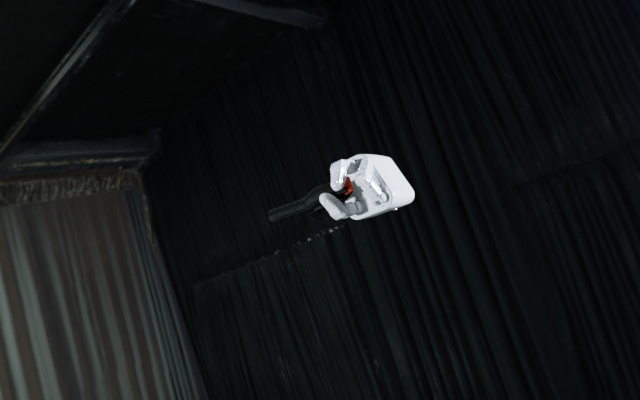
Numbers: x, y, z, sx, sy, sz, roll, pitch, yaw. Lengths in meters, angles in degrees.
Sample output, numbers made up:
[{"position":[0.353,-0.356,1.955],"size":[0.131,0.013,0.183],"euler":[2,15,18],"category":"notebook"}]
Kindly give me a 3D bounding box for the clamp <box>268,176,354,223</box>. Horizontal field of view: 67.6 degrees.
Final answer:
[{"position":[0.000,0.002,0.873],"size":[0.171,0.039,0.120],"euler":[-23,-9,34],"category":"clamp"}]
